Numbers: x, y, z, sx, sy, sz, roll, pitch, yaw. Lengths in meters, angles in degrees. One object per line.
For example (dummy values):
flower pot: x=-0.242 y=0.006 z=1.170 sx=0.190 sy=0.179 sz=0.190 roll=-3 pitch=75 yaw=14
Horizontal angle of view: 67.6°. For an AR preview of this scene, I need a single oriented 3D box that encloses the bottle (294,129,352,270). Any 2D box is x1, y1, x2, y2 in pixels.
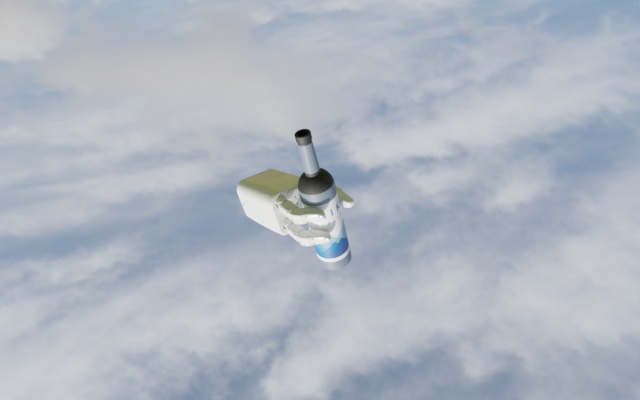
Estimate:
bottle: x=0.000 y=0.003 z=0.863 sx=0.069 sy=0.296 sz=0.069 roll=-9 pitch=38 yaw=7
